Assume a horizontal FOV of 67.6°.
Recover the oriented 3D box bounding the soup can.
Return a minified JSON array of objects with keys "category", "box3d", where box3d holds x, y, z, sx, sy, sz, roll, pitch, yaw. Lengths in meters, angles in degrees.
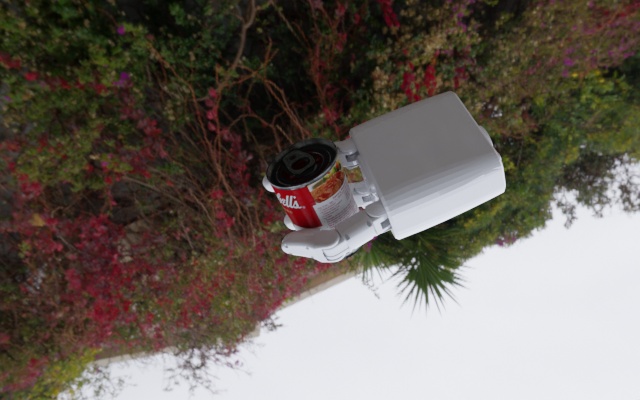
[{"category":"soup can","box3d":[0.000,0.002,0.453,0.068,0.102,0.068,-15,39,13]}]
